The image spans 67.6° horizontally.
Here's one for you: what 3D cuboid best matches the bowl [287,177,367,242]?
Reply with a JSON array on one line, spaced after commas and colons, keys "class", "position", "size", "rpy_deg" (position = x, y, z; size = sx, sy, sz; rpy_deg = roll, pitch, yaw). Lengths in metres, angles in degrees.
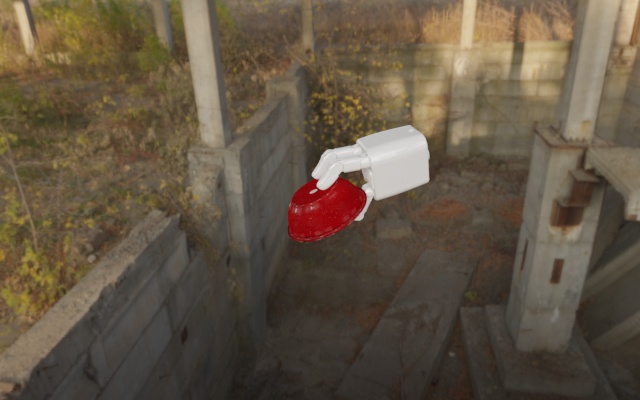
[{"class": "bowl", "position": [-0.001, 0.003, 0.862], "size": [0.162, 0.055, 0.162], "rpy_deg": [-23, 26, 12]}]
